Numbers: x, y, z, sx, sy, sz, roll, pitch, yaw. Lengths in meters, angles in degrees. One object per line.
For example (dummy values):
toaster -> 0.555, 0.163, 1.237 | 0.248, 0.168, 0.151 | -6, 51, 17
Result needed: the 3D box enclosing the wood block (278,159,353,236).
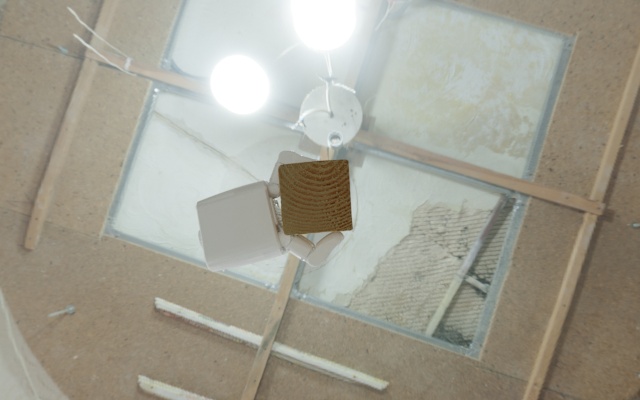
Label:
wood block -> 0.000, 0.002, 0.689 | 0.090, 0.091, 0.206 | -5, -3, 3
